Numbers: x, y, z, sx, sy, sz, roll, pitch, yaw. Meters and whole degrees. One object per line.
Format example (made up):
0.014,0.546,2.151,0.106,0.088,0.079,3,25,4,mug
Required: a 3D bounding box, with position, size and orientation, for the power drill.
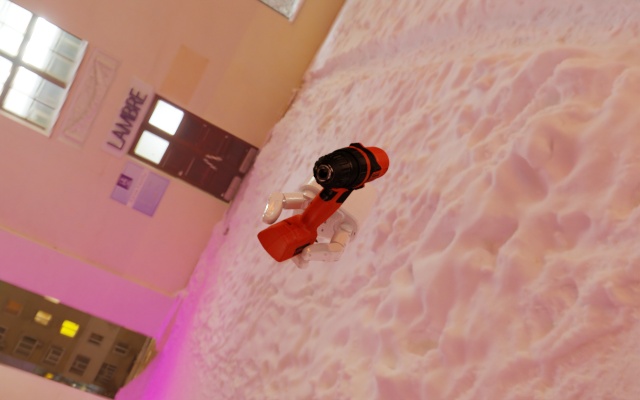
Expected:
0.000,0.002,0.634,0.188,0.057,0.184,-45,-13,25,power drill
